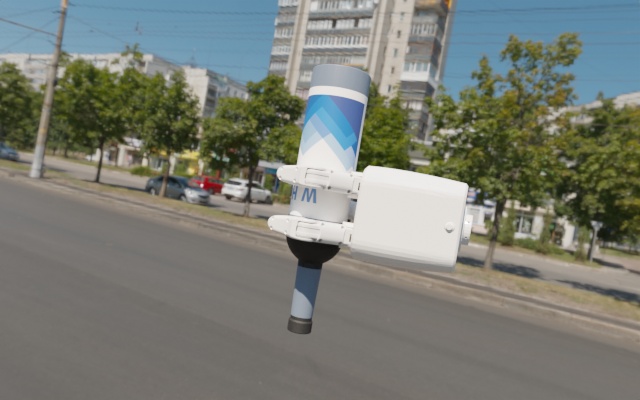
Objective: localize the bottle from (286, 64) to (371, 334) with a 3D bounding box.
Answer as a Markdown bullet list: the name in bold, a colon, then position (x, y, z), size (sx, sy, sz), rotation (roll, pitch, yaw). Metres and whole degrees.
- **bottle**: position (0.000, 0.001, 0.539), size (0.069, 0.295, 0.069), rotation (10, 0, 0)
